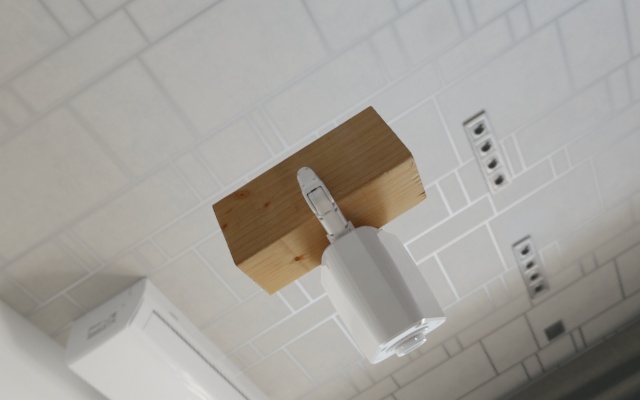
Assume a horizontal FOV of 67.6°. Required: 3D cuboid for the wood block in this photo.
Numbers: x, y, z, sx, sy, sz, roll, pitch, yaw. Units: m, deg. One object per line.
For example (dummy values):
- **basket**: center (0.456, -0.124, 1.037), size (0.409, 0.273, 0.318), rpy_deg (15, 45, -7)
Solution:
- **wood block**: center (0.000, 0.002, 0.527), size (0.206, 0.090, 0.091), rpy_deg (-32, -38, 1)
